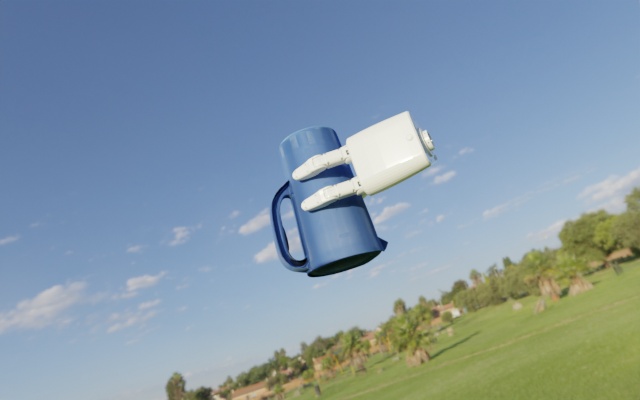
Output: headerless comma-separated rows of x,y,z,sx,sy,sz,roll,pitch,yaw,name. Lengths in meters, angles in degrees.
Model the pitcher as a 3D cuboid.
0.000,0.003,0.809,0.145,0.242,0.149,-25,-19,23,pitcher
